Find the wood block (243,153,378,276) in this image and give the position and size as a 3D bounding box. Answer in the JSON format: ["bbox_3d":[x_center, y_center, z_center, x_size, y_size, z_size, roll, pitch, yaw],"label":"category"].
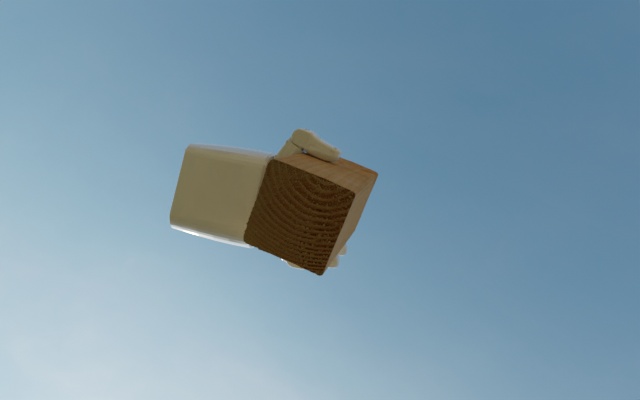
[{"bbox_3d":[0.000,0.001,0.550,0.090,0.091,0.206,23,13,8],"label":"wood block"}]
